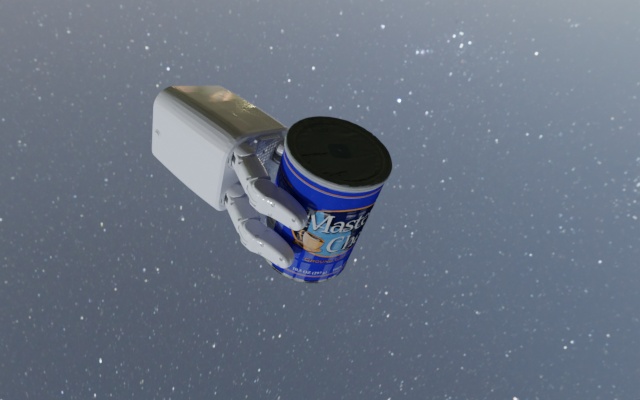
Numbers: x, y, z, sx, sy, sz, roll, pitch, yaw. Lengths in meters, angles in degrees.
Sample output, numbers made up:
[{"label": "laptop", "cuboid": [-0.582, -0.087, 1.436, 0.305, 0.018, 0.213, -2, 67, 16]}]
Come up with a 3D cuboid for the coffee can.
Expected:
[{"label": "coffee can", "cuboid": [0.000, 0.002, 0.485, 0.103, 0.140, 0.102, 11, 42, -10]}]
